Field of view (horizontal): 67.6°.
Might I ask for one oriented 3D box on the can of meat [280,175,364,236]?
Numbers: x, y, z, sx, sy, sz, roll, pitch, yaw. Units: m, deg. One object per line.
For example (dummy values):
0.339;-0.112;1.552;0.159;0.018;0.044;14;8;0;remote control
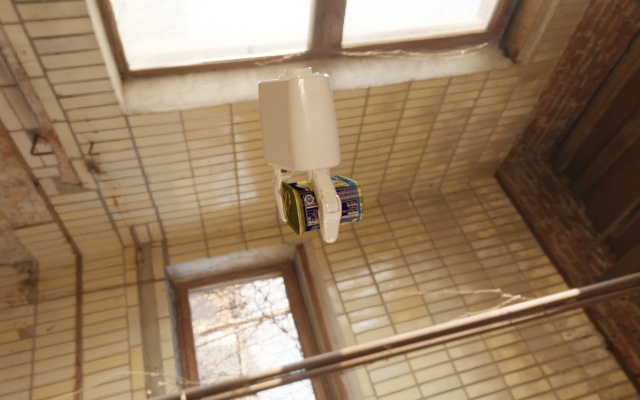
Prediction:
0.000;0.002;0.613;0.084;0.057;0.102;-10;13;-14;can of meat
